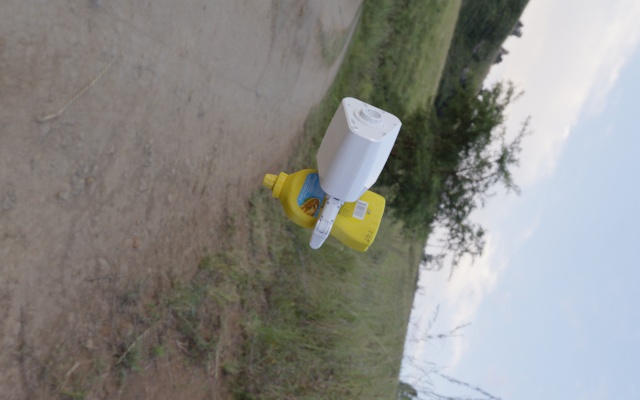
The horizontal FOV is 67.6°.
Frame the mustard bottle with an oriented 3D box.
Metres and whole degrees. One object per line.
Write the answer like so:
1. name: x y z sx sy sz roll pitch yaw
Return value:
1. mustard bottle: 0.000 0.003 0.750 0.191 0.096 0.058 23 -31 -2
